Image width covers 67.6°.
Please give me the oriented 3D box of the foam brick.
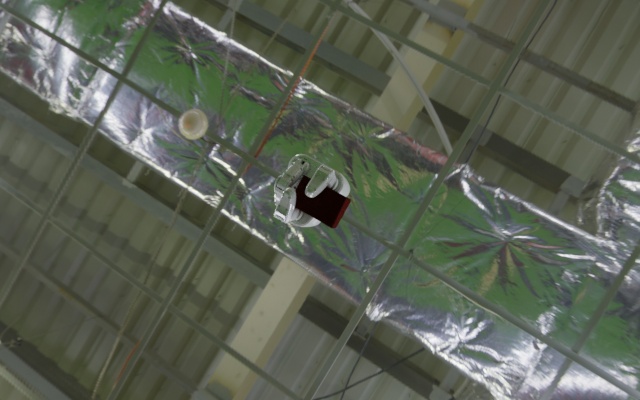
[{"bbox_3d":[0.000,0.003,0.735,0.078,0.053,0.051,29,1,13],"label":"foam brick"}]
